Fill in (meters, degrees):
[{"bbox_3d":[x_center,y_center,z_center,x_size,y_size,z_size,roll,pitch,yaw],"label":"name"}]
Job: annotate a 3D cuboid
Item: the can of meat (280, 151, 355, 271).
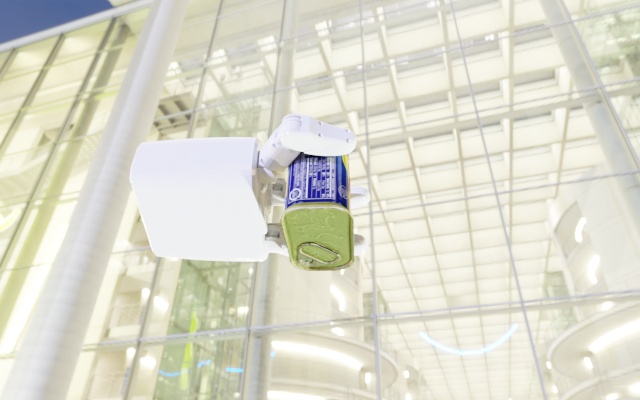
[{"bbox_3d":[0.000,0.001,0.417,0.057,0.084,0.102,-2,-36,4],"label":"can of meat"}]
